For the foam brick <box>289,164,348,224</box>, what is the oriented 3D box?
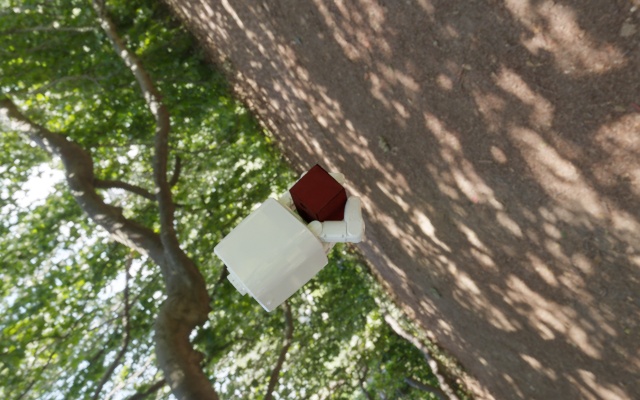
[{"bbox_3d":[0.000,0.002,0.622,0.053,0.051,0.078,42,-14,25],"label":"foam brick"}]
